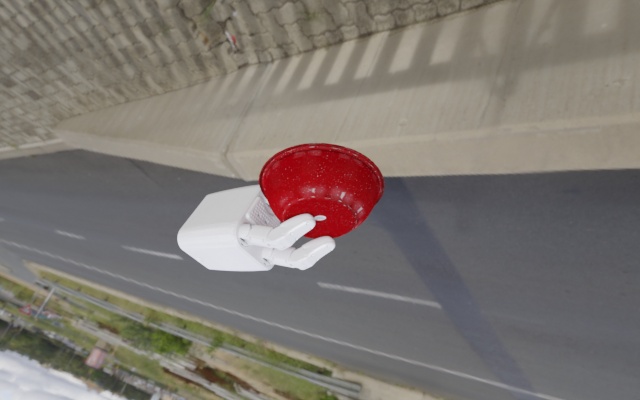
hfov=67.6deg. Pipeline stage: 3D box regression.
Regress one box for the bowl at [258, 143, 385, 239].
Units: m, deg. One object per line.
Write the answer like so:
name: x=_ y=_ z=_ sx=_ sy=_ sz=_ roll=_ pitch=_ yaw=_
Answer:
bowl: x=0.001 y=0.002 z=0.599 sx=0.162 sy=0.055 sz=0.162 roll=2 pitch=-37 yaw=2
